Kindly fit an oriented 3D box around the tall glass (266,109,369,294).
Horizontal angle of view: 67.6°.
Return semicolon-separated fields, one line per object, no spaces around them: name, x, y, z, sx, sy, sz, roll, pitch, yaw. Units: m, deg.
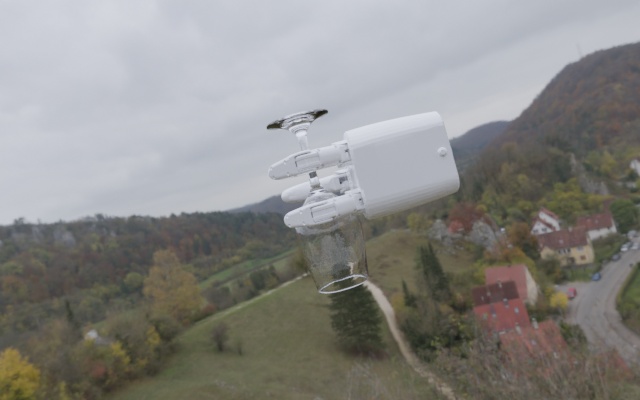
tall glass;0.000;0.001;0.552;0.079;0.201;0.079;-15;0;0
